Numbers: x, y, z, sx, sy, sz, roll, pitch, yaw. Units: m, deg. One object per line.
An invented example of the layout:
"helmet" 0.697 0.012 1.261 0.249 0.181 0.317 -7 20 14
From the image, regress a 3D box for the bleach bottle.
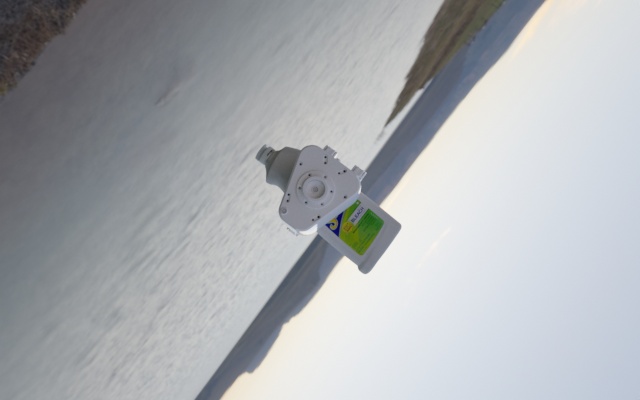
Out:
"bleach bottle" 0.000 0.002 0.756 0.251 0.102 0.068 36 -4 3
